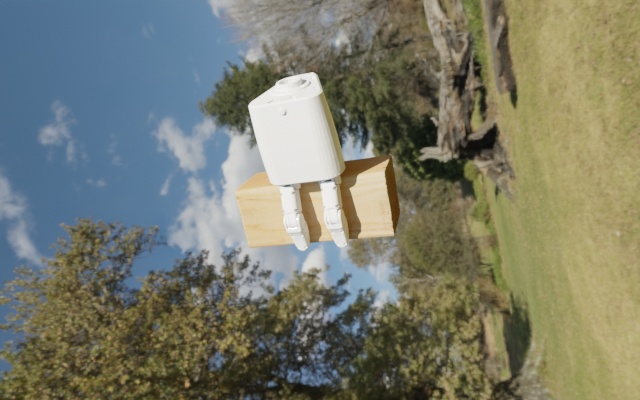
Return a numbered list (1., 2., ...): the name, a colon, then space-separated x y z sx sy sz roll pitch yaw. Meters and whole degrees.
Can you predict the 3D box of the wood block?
1. wood block: 0.000 0.002 0.670 0.206 0.090 0.090 -6 18 17
